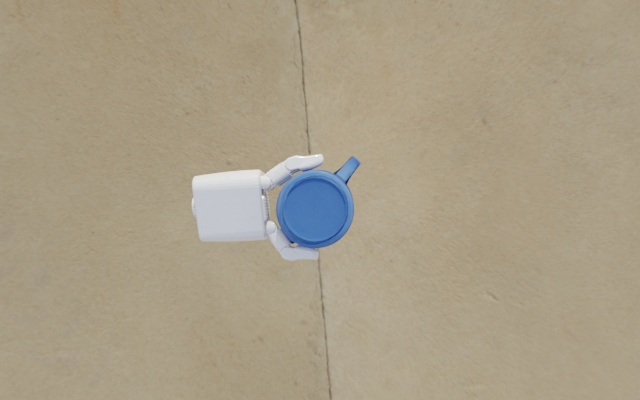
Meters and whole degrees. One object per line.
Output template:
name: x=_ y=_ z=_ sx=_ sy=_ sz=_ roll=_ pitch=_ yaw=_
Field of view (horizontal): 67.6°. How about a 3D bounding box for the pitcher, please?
pitcher: x=0.000 y=0.003 z=0.765 sx=0.145 sy=0.149 sz=0.243 roll=-3 pitch=1 yaw=0
